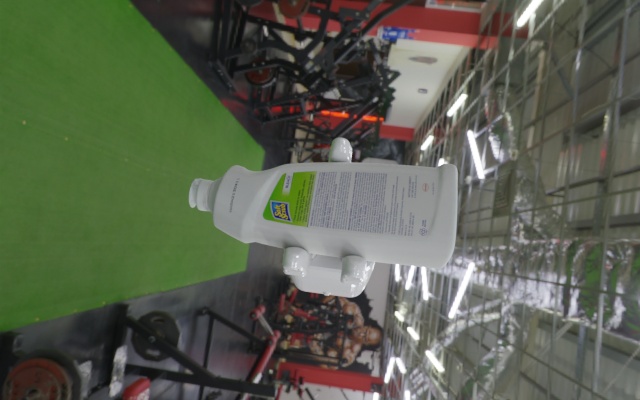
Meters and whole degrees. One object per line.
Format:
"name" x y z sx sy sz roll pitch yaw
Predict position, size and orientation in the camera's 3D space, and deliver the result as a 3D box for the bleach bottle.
"bleach bottle" 0.000 0.002 0.466 0.251 0.102 0.068 7 -27 4
